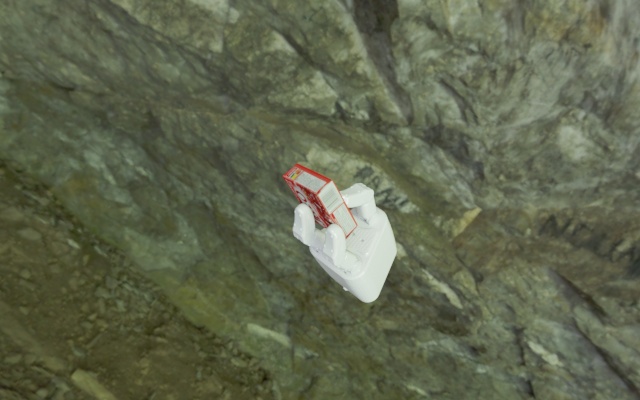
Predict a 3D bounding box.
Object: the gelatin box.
[{"bbox_3d":[0.000,0.001,0.600,0.073,0.030,0.089,30,-22,46],"label":"gelatin box"}]
